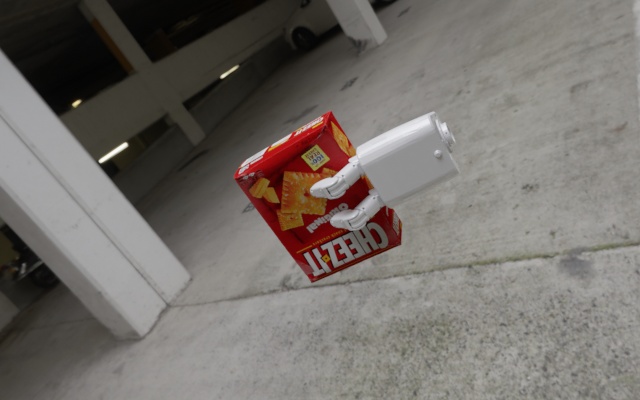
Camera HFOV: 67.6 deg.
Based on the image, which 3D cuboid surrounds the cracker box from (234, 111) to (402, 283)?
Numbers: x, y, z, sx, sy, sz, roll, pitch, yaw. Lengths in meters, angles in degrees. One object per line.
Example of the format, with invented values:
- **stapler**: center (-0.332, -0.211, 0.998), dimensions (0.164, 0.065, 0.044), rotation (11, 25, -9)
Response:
- **cracker box**: center (0.000, 0.002, 0.711), dimensions (0.164, 0.214, 0.072), rotation (-27, 20, 21)
